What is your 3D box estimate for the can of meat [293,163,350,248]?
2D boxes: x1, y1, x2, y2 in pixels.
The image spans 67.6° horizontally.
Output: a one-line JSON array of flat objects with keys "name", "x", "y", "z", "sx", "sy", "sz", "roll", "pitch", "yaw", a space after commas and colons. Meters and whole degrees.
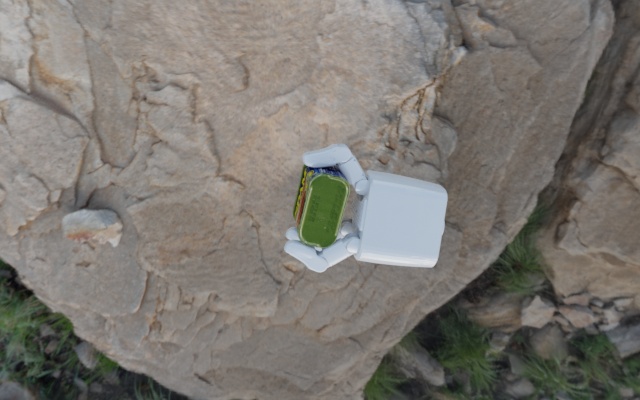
[{"name": "can of meat", "x": 0.000, "y": 0.002, "z": 0.627, "sx": 0.057, "sy": 0.102, "sz": 0.084, "roll": 11, "pitch": 17, "yaw": -10}]
